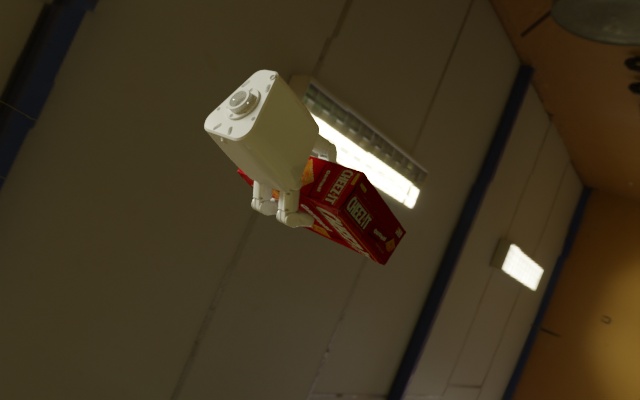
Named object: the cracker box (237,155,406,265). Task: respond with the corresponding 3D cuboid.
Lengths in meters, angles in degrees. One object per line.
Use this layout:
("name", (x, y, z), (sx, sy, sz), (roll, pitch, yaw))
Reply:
("cracker box", (0.000, 0.002, 0.717), (0.213, 0.072, 0.164), (22, -17, 41))
